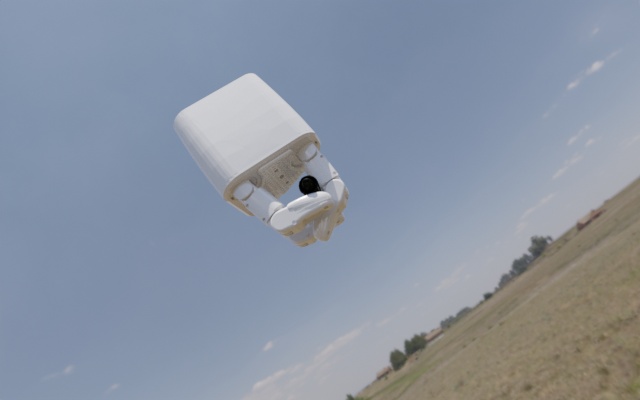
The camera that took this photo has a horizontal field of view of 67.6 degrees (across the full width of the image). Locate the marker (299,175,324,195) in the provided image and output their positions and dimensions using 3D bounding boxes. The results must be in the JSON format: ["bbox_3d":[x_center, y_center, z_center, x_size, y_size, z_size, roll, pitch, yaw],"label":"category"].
[{"bbox_3d":[0.000,0.002,0.489,0.020,0.020,0.121,0,-17,13],"label":"marker"}]
